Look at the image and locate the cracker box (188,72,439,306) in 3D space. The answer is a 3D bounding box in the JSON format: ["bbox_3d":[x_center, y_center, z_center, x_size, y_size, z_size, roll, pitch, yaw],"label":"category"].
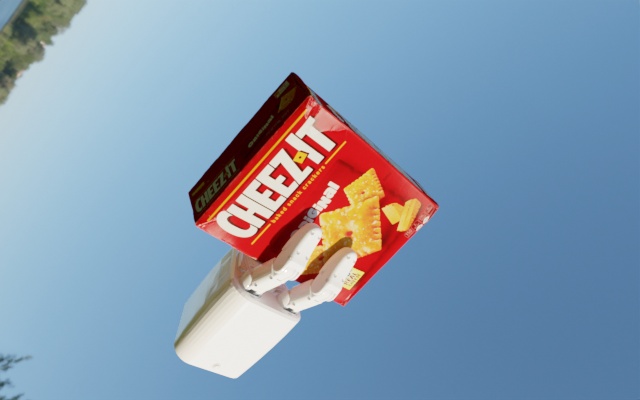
[{"bbox_3d":[0.000,0.002,0.503,0.214,0.164,0.072,35,14,-35],"label":"cracker box"}]
